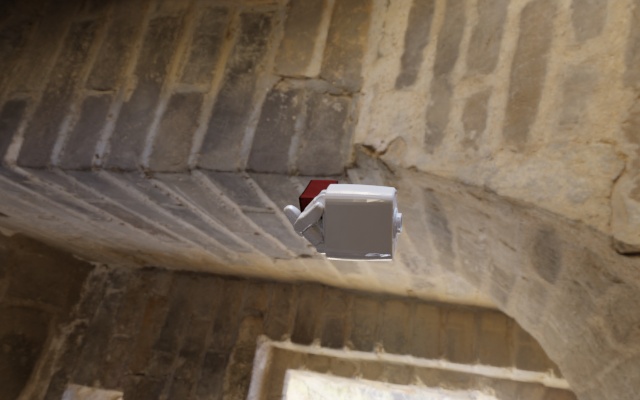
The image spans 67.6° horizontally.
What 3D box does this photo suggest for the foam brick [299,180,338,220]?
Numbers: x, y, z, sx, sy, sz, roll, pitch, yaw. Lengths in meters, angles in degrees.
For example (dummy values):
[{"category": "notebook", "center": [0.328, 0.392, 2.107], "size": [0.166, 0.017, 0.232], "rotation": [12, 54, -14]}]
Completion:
[{"category": "foam brick", "center": [0.000, 0.002, 0.822], "size": [0.051, 0.053, 0.078], "rotation": [0, 26, 16]}]
